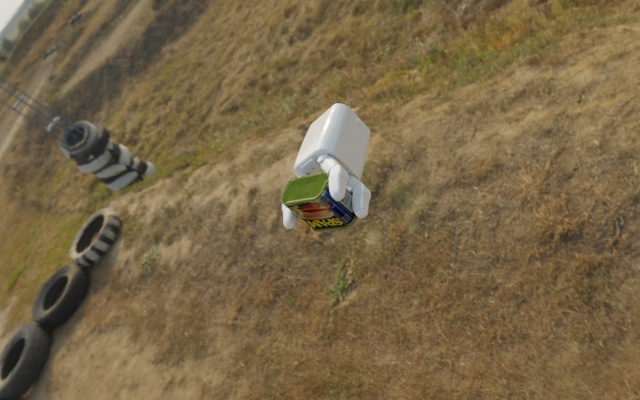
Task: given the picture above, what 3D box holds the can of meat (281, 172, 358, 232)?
[{"bbox_3d":[0.000,0.002,0.755,0.102,0.057,0.084,-9,-39,44],"label":"can of meat"}]
